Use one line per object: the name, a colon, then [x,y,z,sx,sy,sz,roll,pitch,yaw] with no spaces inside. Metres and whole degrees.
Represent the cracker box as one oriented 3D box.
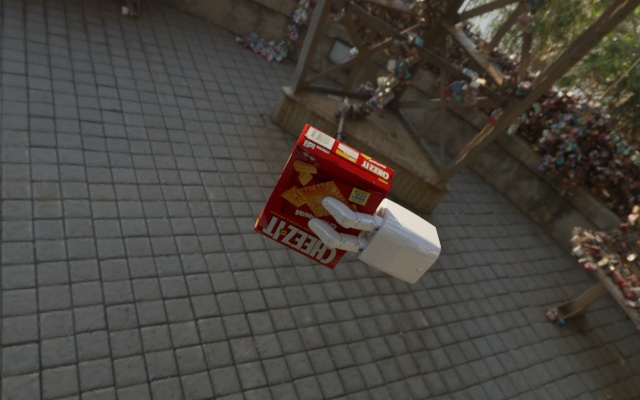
cracker box: [0.000,0.002,0.810,0.164,0.214,0.072,28,39,-4]
